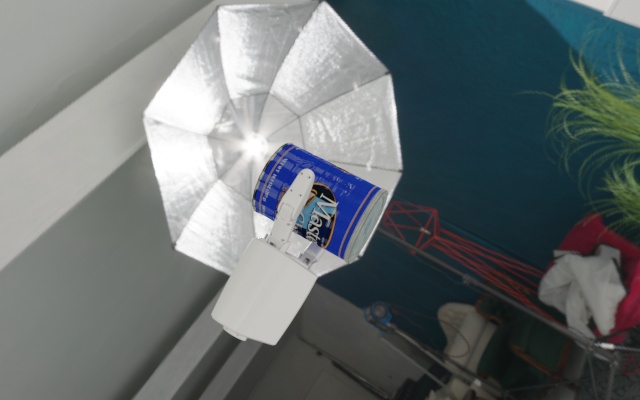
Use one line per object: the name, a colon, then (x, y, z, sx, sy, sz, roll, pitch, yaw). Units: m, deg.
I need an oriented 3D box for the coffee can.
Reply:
coffee can: (0.000, 0.002, 0.606, 0.140, 0.103, 0.103, 28, 7, 14)
